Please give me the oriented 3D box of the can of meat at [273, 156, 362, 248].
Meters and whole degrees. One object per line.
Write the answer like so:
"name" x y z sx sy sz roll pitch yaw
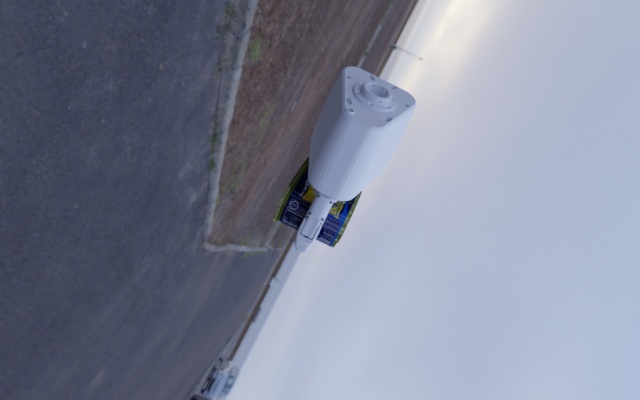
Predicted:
"can of meat" 0.000 0.002 0.602 0.084 0.057 0.102 27 40 2
